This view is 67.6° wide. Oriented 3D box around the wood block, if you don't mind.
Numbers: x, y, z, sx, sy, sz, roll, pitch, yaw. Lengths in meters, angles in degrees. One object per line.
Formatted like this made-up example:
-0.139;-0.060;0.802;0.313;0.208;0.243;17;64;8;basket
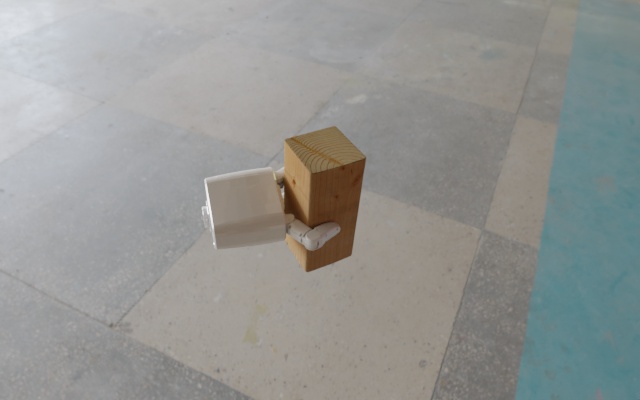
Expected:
0.000;0.003;0.746;0.090;0.206;0.090;-18;47;-23;wood block
